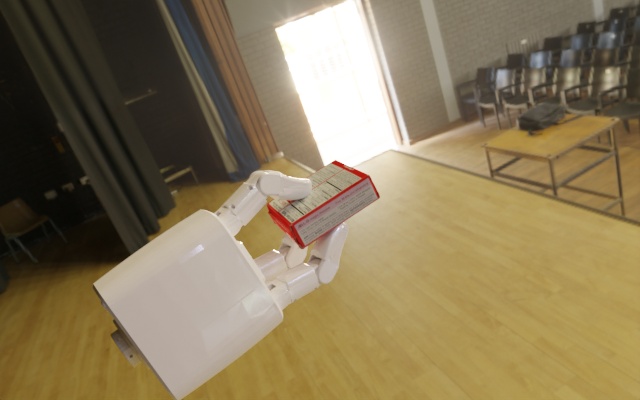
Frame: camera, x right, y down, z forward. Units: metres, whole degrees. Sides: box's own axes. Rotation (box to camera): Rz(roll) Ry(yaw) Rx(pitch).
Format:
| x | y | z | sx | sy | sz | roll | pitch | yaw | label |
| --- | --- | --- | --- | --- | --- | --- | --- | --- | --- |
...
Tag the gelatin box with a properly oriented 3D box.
| x | y | z | sx | sy | sz | roll | pitch | yaw | label |
| --- | --- | --- | --- | --- | --- | --- | --- | --- | --- |
| 0.000 | 0.001 | 0.454 | 0.089 | 0.030 | 0.073 | -34 | 26 | -12 | gelatin box |
